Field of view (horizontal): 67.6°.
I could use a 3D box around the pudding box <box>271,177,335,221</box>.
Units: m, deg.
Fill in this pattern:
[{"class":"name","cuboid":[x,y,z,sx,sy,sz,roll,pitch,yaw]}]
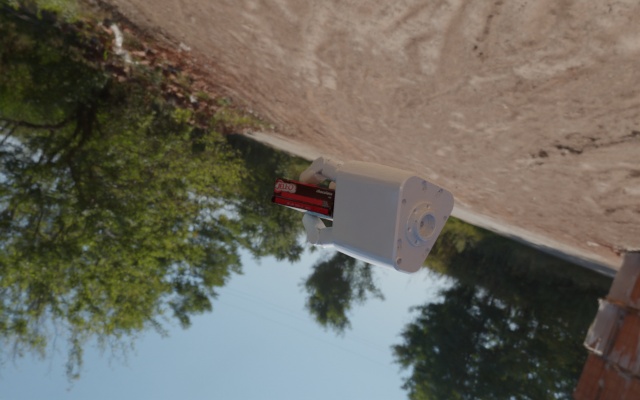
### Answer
[{"class":"pudding box","cuboid":[0.000,0.002,0.641,0.090,0.039,0.113,14,-4,25]}]
